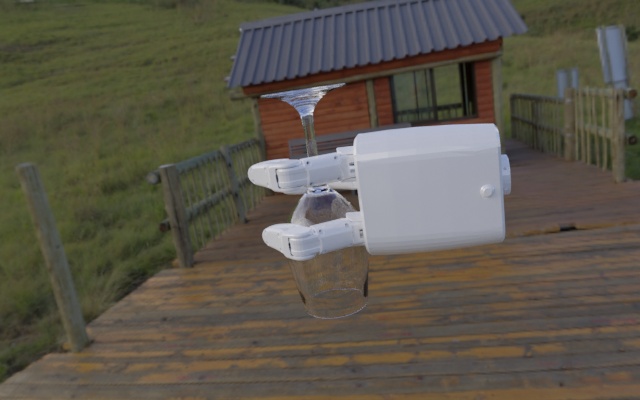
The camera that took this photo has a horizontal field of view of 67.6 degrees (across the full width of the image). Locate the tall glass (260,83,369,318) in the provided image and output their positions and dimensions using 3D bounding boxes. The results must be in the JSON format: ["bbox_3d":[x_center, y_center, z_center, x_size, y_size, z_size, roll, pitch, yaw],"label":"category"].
[{"bbox_3d":[0.000,0.001,0.429,0.079,0.201,0.079,-8,14,2],"label":"tall glass"}]
